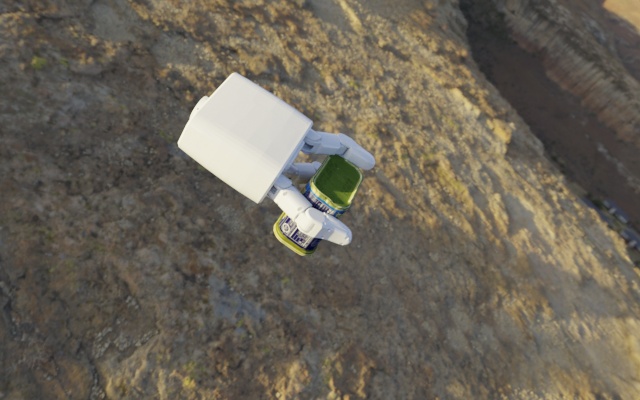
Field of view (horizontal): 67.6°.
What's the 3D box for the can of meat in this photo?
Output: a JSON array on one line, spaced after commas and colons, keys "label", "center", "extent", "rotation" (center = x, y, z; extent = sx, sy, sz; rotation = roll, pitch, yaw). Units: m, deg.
[{"label": "can of meat", "center": [0.000, 0.002, 0.559], "extent": [0.057, 0.084, 0.102], "rotation": [36, 34, -3]}]
